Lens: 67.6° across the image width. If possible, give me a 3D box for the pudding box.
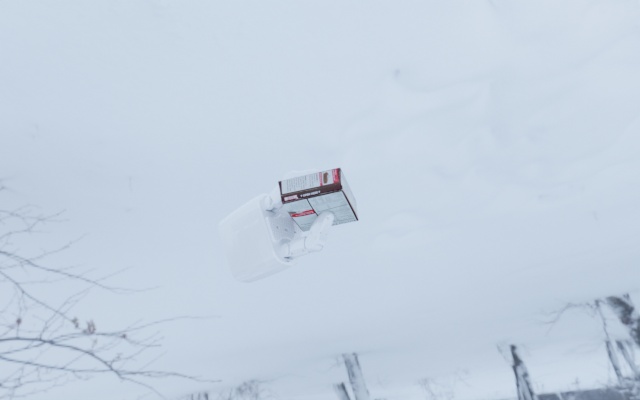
[{"bbox_3d":[0.000,0.002,0.683,0.090,0.039,0.113,-13,-26,10],"label":"pudding box"}]
